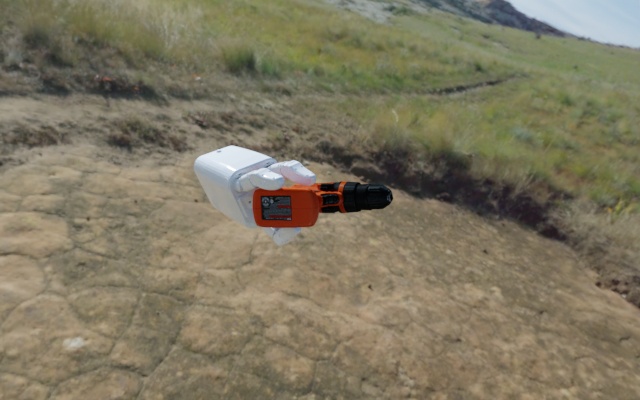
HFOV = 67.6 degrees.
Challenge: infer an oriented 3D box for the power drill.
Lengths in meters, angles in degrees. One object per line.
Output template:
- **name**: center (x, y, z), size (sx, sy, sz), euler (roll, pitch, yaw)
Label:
- **power drill**: center (0.000, 0.002, 0.730), size (0.184, 0.057, 0.187), euler (-2, 3, 26)
